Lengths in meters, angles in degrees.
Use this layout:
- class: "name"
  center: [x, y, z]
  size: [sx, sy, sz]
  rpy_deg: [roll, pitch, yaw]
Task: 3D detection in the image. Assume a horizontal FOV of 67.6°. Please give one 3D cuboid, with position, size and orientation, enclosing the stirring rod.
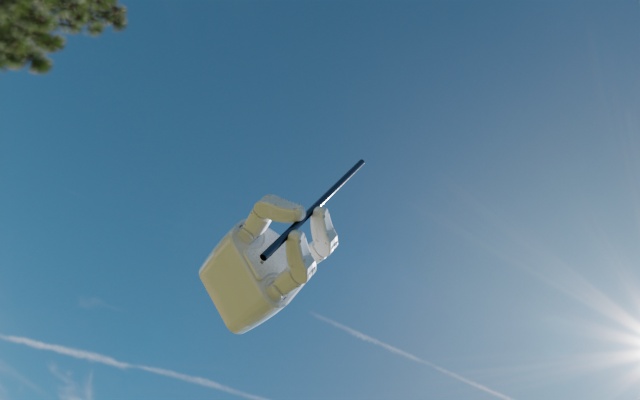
- class: "stirring rod"
  center: [0.000, 0.002, 0.559]
  size: [0.011, 0.011, 0.239]
  rpy_deg: [0, 27, 32]
